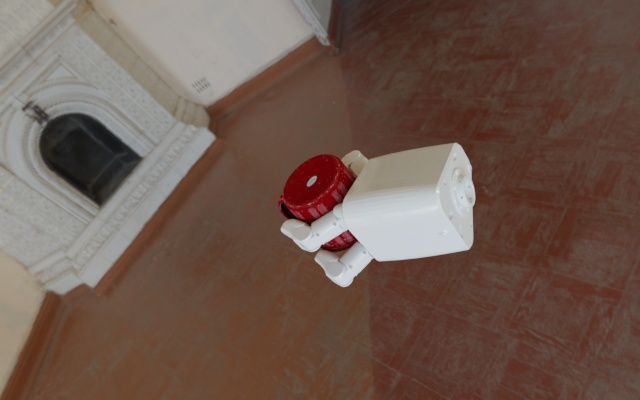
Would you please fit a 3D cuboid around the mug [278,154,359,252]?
[{"bbox_3d":[-0.001,0.002,0.568,0.117,0.093,0.081,-10,-43,35],"label":"mug"}]
